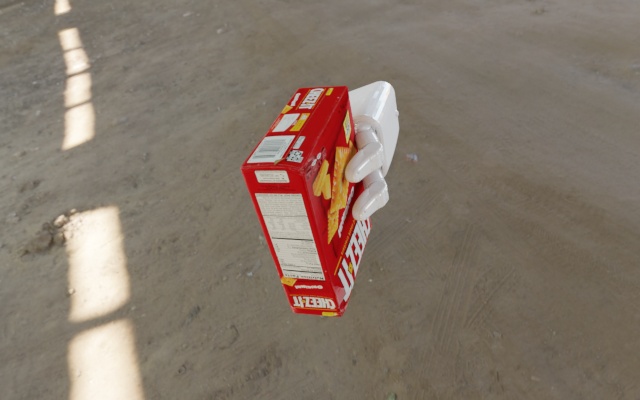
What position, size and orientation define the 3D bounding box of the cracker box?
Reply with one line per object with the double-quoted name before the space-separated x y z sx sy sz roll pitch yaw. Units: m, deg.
"cracker box" 0.000 0.002 0.550 0.072 0.214 0.164 2 39 21
